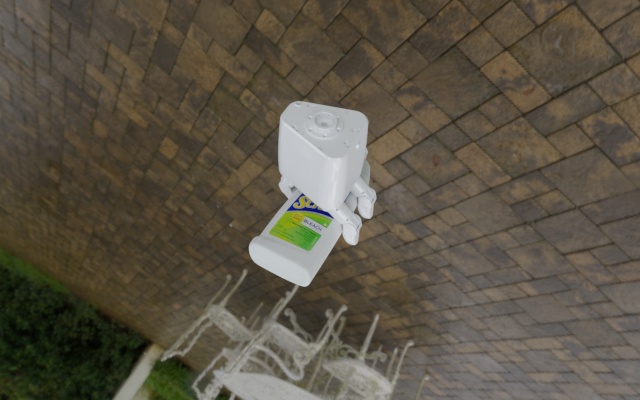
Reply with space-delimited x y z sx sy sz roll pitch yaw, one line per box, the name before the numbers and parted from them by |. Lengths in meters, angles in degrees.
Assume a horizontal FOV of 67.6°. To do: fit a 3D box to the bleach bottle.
bleach bottle | 0.000 0.002 0.726 0.102 0.250 0.068 25 -32 12
